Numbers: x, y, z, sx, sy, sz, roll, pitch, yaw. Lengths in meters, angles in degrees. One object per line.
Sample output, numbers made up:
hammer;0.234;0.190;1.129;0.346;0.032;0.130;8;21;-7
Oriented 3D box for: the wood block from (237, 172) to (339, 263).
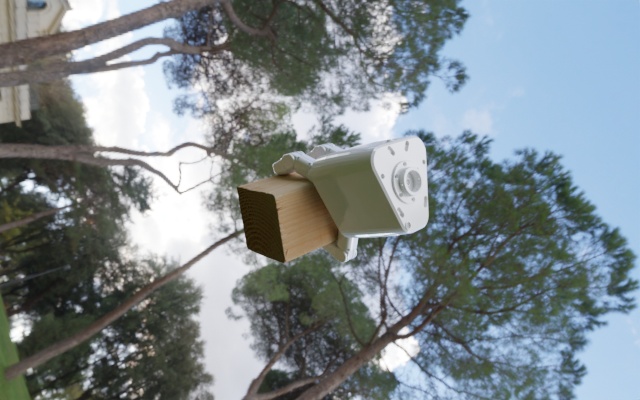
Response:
wood block;0.001;0.002;0.662;0.206;0.091;0.090;-19;20;-37
